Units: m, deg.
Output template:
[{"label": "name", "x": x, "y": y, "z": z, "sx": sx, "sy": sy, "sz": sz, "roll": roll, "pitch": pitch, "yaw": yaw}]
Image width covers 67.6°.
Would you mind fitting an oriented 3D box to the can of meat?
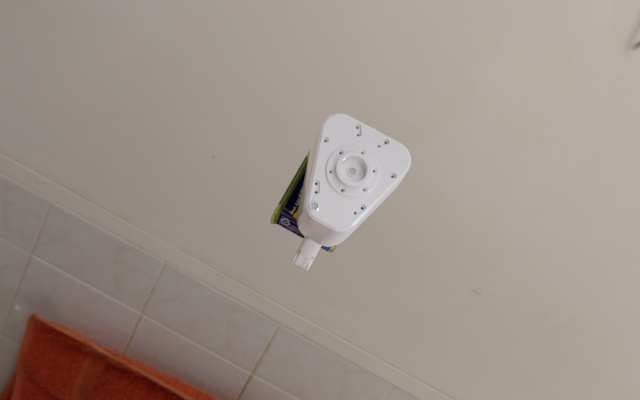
[{"label": "can of meat", "x": 0.000, "y": 0.002, "z": 0.584, "sx": 0.084, "sy": 0.102, "sz": 0.057, "roll": 28, "pitch": -15, "yaw": 1}]
